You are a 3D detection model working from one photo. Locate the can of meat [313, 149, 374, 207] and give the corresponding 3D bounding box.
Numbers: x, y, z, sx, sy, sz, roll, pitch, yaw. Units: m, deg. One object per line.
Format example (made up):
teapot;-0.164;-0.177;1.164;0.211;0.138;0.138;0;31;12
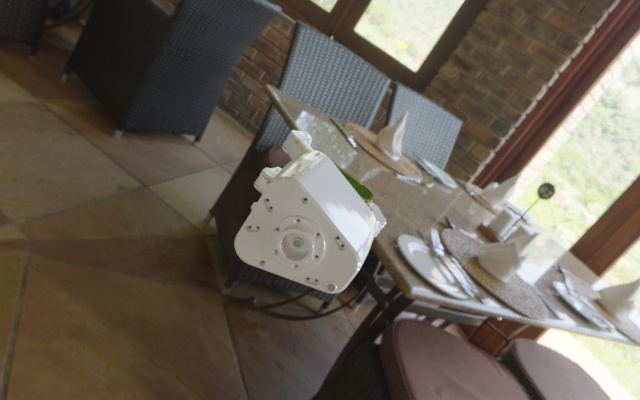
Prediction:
can of meat;0.000;0.002;0.556;0.102;0.084;0.057;36;20;4
